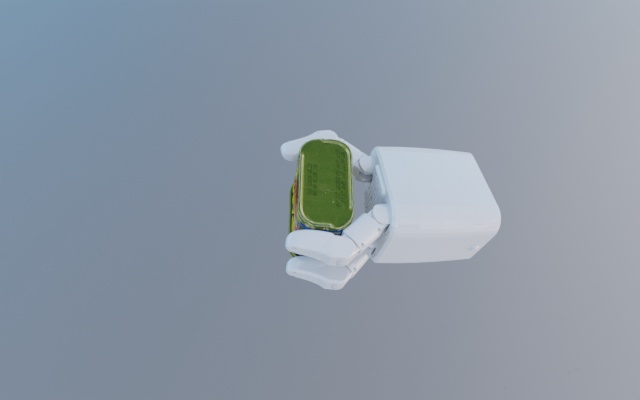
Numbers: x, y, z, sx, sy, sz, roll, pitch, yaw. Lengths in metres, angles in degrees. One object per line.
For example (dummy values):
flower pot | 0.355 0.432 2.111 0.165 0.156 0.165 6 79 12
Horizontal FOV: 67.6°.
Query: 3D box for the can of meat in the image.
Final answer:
can of meat | 0.000 0.001 0.474 0.057 0.102 0.084 4 -29 -7
